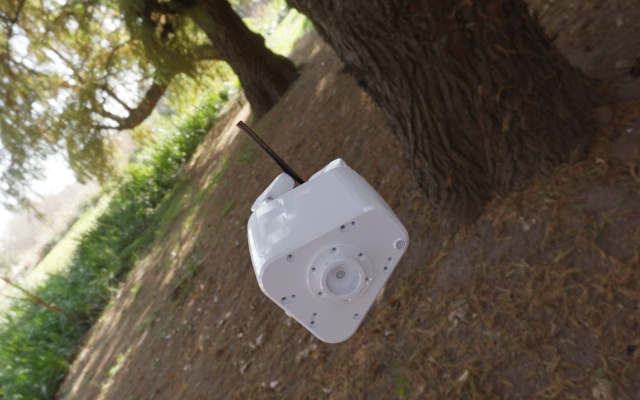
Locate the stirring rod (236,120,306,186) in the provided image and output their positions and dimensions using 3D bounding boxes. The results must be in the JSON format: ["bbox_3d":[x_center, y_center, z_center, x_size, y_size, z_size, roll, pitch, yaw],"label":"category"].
[{"bbox_3d":[0.000,0.002,0.513,0.239,0.011,0.011,44,-18,-20],"label":"stirring rod"}]
